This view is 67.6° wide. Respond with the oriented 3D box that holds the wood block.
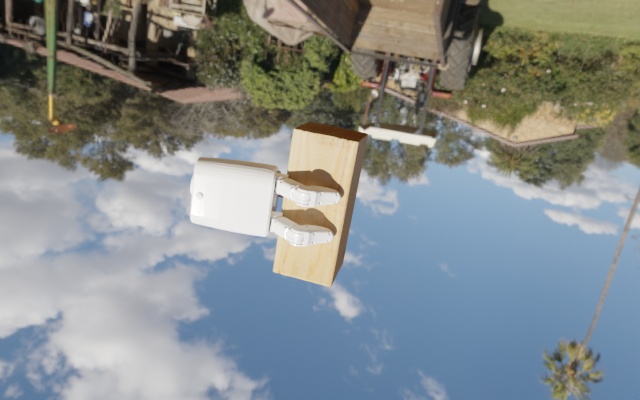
[{"bbox_3d":[0.000,0.002,0.678,0.090,0.206,0.090,13,18,10],"label":"wood block"}]
